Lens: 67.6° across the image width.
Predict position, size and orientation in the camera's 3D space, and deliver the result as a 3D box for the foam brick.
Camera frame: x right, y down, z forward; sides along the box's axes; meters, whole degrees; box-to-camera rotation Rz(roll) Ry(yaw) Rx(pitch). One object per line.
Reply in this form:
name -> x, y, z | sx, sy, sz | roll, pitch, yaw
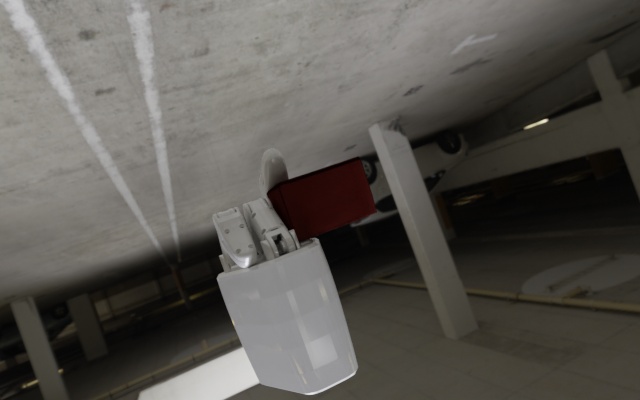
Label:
foam brick -> 0.000, 0.001, 0.418 | 0.078, 0.051, 0.053 | -20, -2, -18
